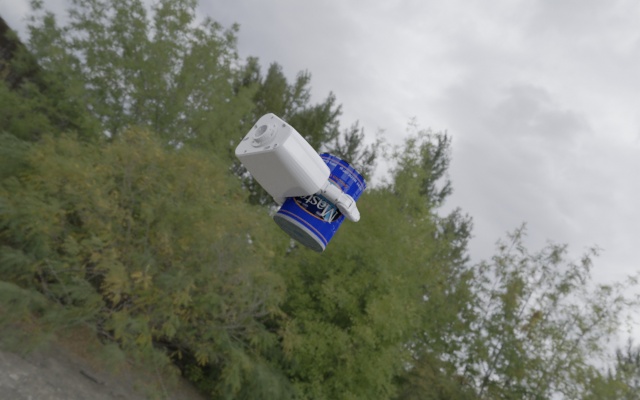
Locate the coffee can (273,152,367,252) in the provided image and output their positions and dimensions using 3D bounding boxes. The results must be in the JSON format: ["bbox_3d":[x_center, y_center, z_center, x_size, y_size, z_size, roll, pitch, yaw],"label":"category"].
[{"bbox_3d":[0.000,0.003,0.821,0.103,0.140,0.103,32,-17,11],"label":"coffee can"}]
